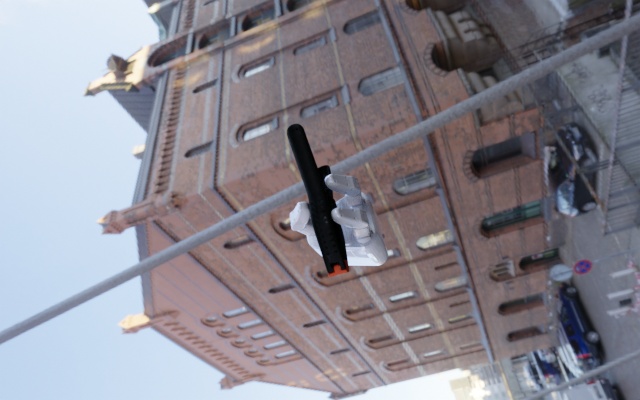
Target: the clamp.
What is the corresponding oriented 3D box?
[{"bbox_3d":[0.000,0.003,0.682,0.036,0.209,0.165,-18,-29,11],"label":"clamp"}]
